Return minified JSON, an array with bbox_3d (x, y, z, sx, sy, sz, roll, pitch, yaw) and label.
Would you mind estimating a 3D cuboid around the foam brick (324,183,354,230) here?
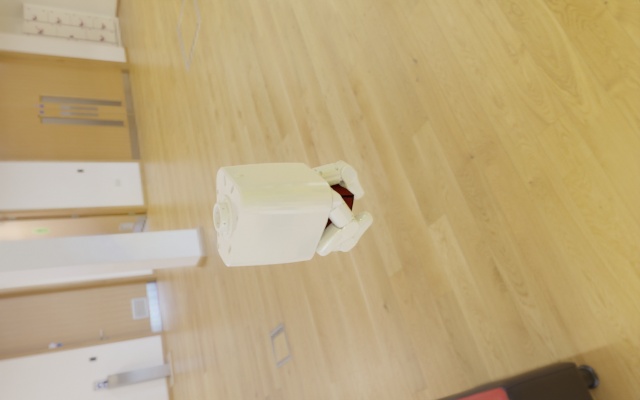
[{"bbox_3d":[0.000,0.002,0.617,0.051,0.053,0.078,-4,25,-28],"label":"foam brick"}]
